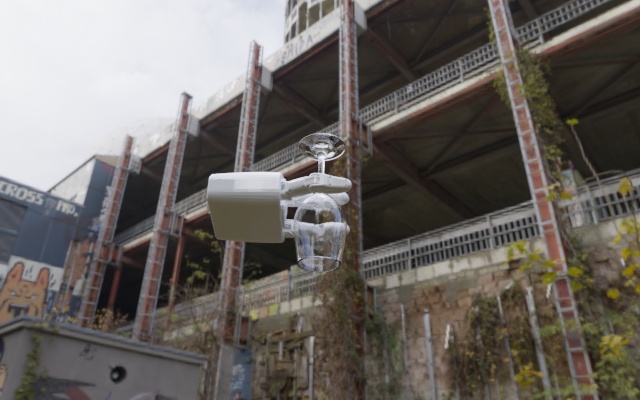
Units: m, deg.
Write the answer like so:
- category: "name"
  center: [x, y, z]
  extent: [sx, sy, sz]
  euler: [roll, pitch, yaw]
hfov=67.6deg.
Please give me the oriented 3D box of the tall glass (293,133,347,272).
- category: "tall glass"
  center: [0.000, 0.002, 0.713]
  extent: [0.079, 0.201, 0.079]
  euler: [1, -28, 0]
